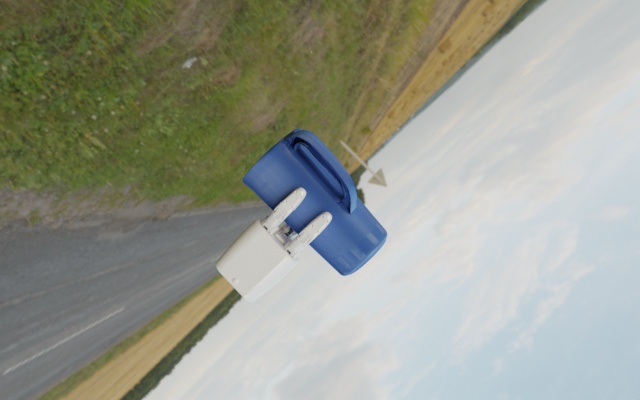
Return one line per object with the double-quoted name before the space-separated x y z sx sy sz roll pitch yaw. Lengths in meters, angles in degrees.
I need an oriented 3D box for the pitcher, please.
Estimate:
"pitcher" 0.000 0.003 0.796 0.145 0.243 0.149 -44 0 6
